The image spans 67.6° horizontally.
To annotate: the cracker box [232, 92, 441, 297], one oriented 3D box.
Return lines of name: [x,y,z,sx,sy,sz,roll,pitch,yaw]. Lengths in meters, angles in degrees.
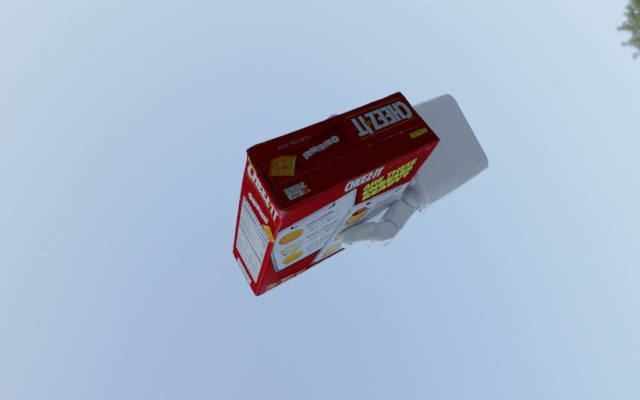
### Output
cracker box: [0.000,0.002,0.484,0.164,0.072,0.214,-25,-20,-24]
